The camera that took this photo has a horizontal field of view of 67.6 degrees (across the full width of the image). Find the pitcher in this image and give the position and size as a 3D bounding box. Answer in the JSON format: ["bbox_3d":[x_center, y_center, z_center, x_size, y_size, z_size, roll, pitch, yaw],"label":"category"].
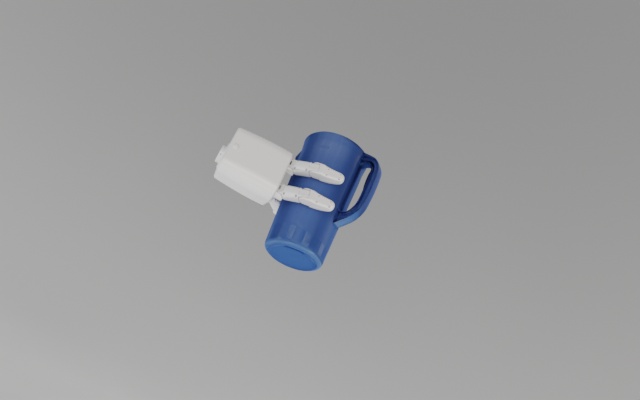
[{"bbox_3d":[0.000,0.003,0.875,0.145,0.242,0.149,29,-29,-11],"label":"pitcher"}]
